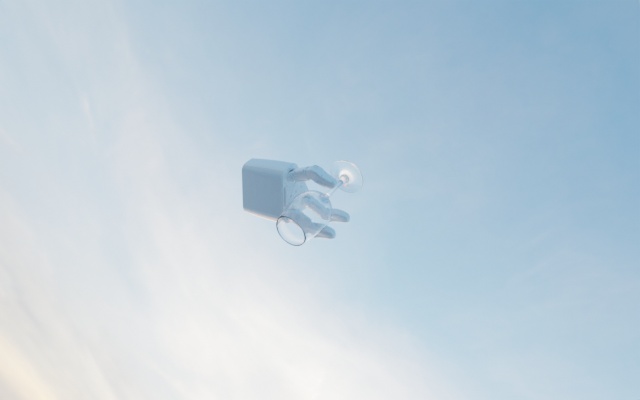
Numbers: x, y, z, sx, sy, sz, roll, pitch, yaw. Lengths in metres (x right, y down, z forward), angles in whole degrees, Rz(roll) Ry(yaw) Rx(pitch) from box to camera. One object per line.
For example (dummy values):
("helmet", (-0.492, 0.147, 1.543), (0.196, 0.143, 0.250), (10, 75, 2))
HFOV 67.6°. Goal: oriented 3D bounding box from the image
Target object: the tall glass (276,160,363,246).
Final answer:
("tall glass", (0.001, 0.003, 0.888), (0.079, 0.079, 0.201), (0, 31, 37))
